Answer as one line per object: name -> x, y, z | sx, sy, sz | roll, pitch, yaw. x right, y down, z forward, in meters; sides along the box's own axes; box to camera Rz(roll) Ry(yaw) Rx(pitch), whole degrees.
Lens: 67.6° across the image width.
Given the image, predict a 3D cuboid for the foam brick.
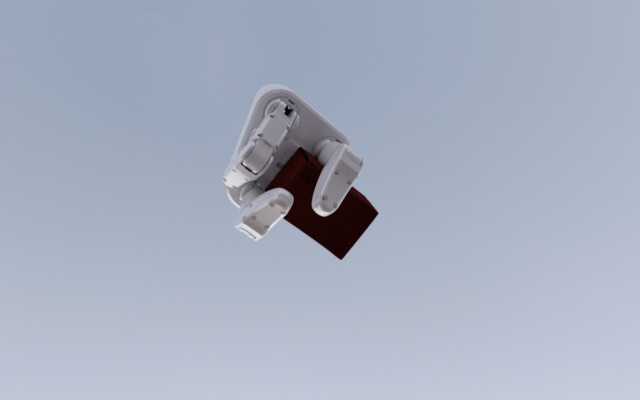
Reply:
foam brick -> 0.000, 0.002, 0.405 | 0.078, 0.053, 0.051 | 37, 8, -18
